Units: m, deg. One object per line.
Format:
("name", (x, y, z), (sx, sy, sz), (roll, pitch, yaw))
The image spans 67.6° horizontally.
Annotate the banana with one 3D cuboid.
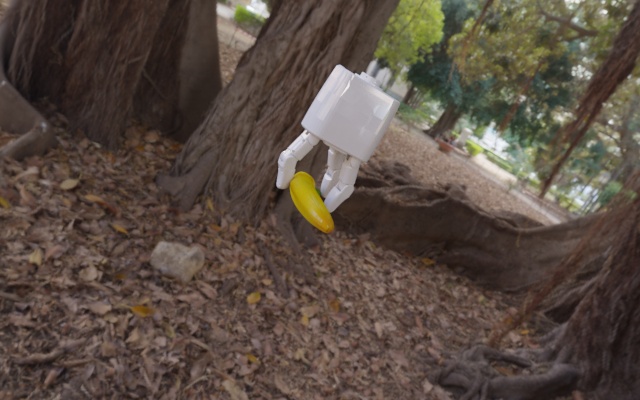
("banana", (-0.016, -0.008, 0.731), (0.069, 0.037, 0.197), (30, 13, -12))
